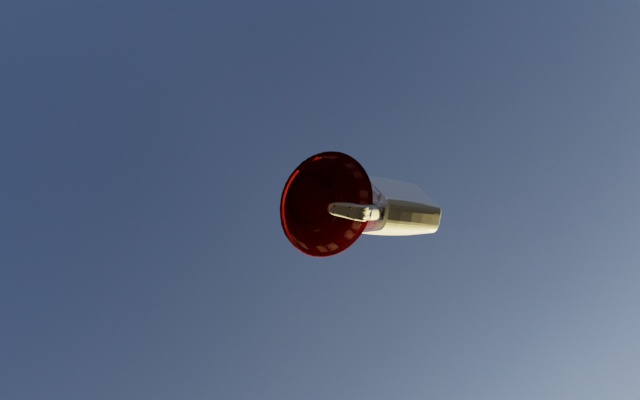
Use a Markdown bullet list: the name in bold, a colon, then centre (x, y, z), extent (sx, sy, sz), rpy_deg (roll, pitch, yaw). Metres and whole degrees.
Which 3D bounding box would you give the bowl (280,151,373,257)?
- **bowl**: centre (-0.001, 0.002, 0.735), extent (0.162, 0.162, 0.055), rpy_deg (0, 11, -31)
